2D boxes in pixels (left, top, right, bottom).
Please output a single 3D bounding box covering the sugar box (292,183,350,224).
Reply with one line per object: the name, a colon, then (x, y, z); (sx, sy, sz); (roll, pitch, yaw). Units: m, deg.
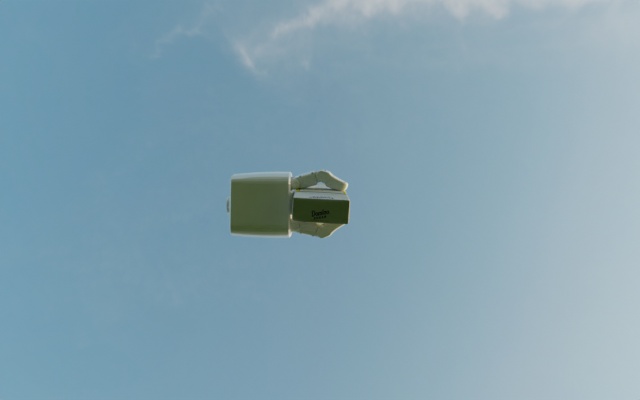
sugar box: (0.000, 0.003, 0.838); (0.093, 0.048, 0.176); (3, 12, 0)
